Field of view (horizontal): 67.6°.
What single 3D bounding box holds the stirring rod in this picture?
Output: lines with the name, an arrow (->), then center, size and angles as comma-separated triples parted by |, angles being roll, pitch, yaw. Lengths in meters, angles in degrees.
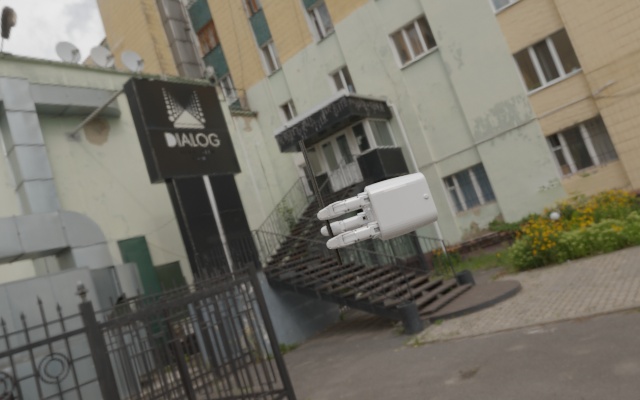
stirring rod -> 0.000, 0.003, 0.869 | 0.011, 0.239, 0.011 | -18, -7, -2
